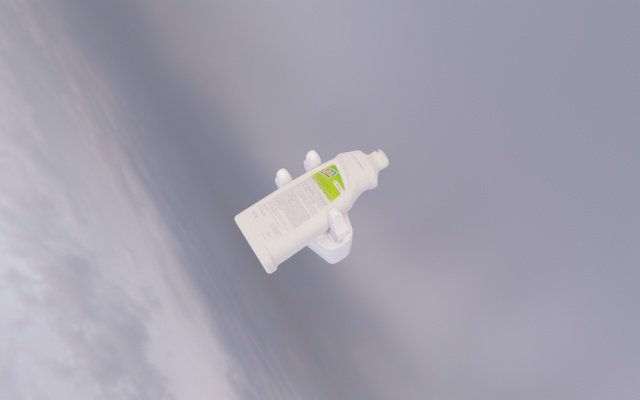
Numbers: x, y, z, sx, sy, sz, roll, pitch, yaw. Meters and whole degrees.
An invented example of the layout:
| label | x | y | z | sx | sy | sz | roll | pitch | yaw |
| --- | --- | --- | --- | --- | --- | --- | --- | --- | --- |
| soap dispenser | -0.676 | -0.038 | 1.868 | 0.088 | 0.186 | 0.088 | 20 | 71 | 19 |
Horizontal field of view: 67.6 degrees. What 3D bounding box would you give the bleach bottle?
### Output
| label | x | y | z | sx | sy | sz | roll | pitch | yaw |
| --- | --- | --- | --- | --- | --- | --- | --- | --- | --- |
| bleach bottle | 0.000 | 0.002 | 0.736 | 0.251 | 0.102 | 0.068 | -32 | -20 | -10 |
